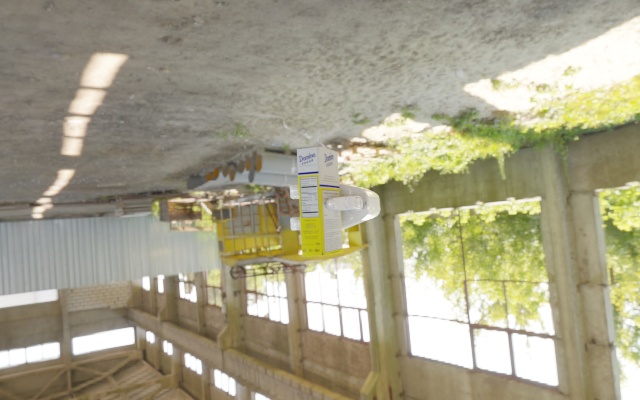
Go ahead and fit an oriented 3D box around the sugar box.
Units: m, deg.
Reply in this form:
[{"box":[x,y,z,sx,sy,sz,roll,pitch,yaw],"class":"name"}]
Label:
[{"box":[0.000,0.003,0.795,0.048,0.176,0.093,-6,-4,22],"class":"sugar box"}]
